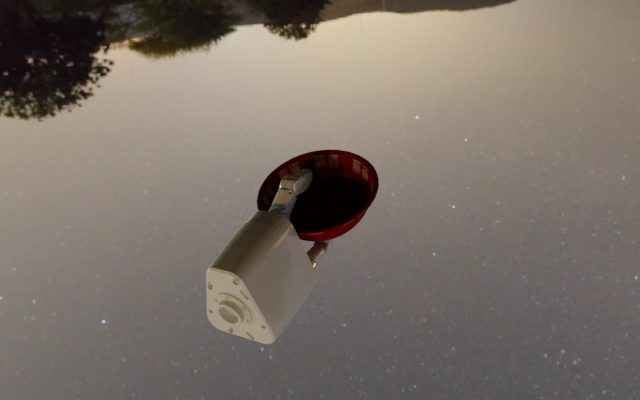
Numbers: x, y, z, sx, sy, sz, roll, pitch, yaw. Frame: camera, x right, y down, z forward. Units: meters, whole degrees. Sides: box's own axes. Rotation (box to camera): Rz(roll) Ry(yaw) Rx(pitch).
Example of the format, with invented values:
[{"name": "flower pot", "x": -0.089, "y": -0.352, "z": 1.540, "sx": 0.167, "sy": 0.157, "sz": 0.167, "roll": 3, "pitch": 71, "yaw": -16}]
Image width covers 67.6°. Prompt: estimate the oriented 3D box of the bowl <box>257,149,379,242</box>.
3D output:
[{"name": "bowl", "x": 0.001, "y": 0.002, "z": 0.639, "sx": 0.162, "sy": 0.055, "sz": 0.162, "roll": -9, "pitch": 43, "yaw": 8}]
